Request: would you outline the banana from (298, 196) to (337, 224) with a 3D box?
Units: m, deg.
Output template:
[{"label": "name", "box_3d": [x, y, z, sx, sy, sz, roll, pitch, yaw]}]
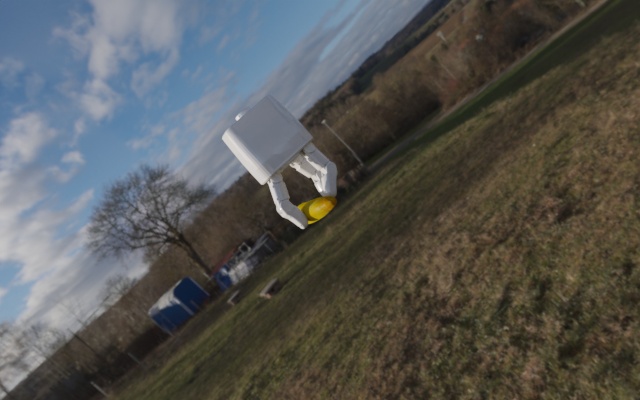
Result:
[{"label": "banana", "box_3d": [-0.015, 0.015, 0.849, 0.069, 0.037, 0.198, -39, 4, -4]}]
